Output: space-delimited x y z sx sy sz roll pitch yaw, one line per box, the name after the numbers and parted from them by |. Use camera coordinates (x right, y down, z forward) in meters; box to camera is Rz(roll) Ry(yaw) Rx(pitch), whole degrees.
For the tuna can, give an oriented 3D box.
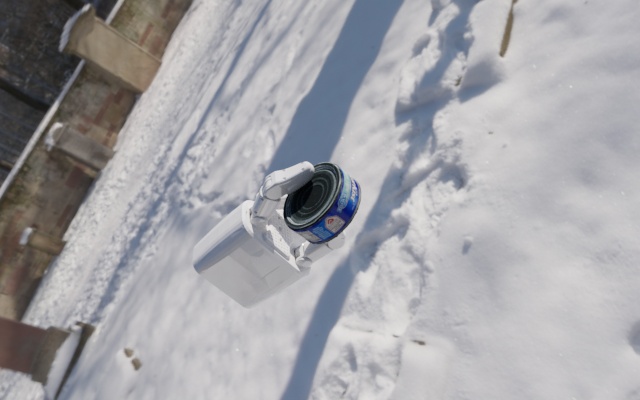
0.000 0.001 0.514 0.034 0.086 0.086 37 -23 -34 | tuna can
